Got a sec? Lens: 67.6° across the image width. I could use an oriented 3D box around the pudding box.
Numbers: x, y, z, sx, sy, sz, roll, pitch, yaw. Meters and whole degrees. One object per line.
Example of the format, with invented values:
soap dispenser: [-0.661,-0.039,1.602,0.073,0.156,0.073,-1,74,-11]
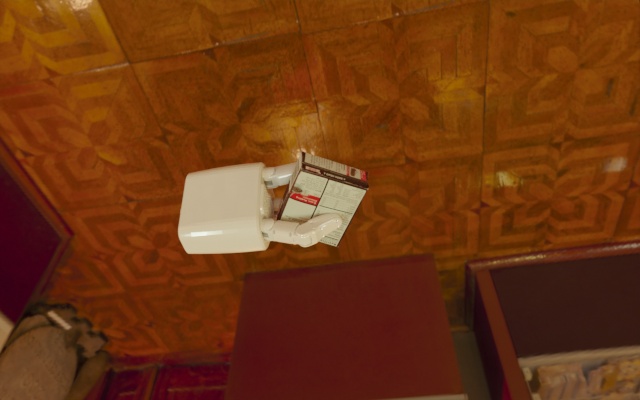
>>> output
pudding box: [0.000,0.002,0.606,0.090,0.114,0.039,16,41,-11]
